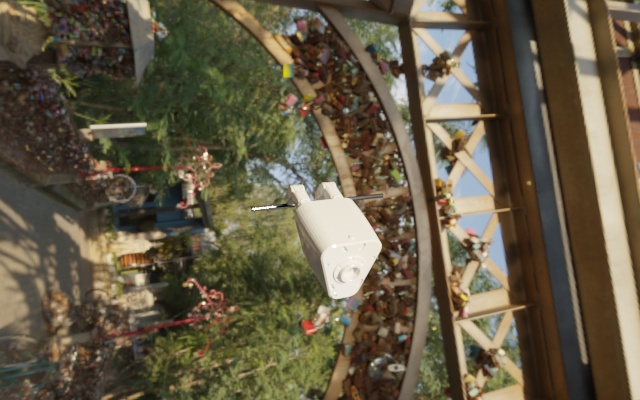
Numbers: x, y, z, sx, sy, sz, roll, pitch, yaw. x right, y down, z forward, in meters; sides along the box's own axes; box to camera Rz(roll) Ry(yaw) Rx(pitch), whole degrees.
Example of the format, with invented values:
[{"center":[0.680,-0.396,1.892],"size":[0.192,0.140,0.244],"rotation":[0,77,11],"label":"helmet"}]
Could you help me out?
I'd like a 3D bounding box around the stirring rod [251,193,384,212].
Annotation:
[{"center":[0.000,0.003,0.816],"size":[0.239,0.011,0.011],"rotation":[-6,2,-21],"label":"stirring rod"}]
